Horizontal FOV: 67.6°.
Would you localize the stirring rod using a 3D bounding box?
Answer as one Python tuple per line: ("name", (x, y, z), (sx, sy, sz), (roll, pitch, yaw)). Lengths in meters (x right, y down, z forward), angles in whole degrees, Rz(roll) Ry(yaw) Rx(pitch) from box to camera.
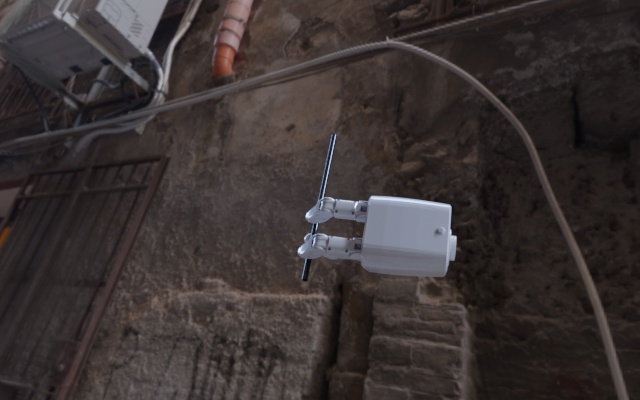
("stirring rod", (0.000, 0.002, 0.695), (0.011, 0.239, 0.011), (9, -28, 5))
